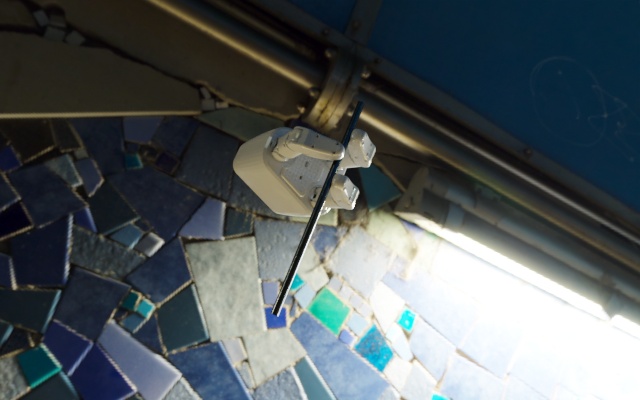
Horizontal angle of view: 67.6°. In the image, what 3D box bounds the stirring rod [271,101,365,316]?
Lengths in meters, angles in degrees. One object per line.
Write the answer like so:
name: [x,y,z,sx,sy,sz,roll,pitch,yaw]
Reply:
stirring rod: [0.000,0.002,0.486,0.011,0.239,0.011,21,-15,6]
